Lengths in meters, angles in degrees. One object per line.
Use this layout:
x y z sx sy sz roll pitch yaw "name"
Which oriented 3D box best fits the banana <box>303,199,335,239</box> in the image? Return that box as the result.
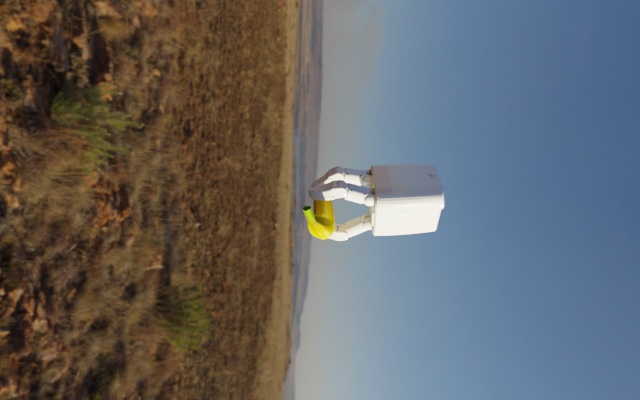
0.003 0.021 0.783 0.037 0.069 0.197 -8 10 5 "banana"
